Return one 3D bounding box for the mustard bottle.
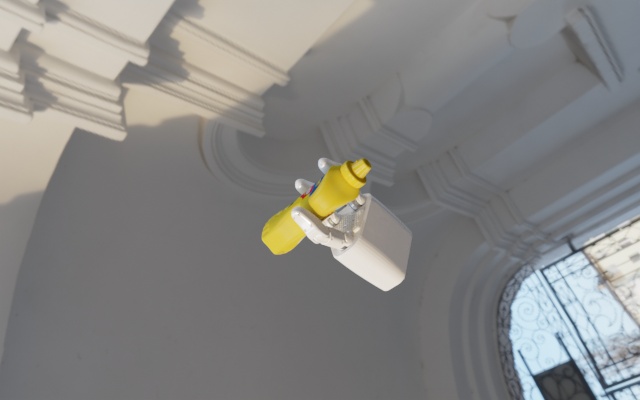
[{"bbox_3d":[0.000,0.002,0.701,0.192,0.058,0.096,-39,2,29],"label":"mustard bottle"}]
